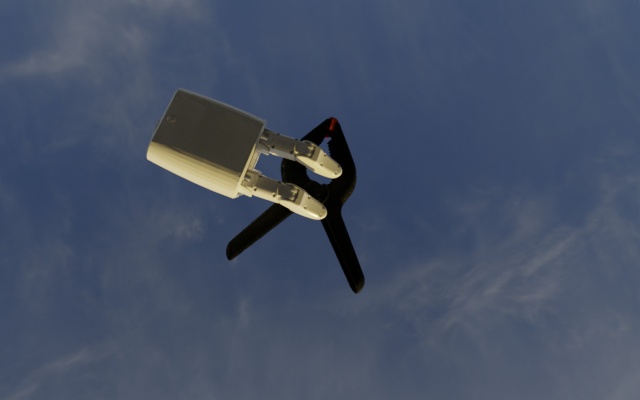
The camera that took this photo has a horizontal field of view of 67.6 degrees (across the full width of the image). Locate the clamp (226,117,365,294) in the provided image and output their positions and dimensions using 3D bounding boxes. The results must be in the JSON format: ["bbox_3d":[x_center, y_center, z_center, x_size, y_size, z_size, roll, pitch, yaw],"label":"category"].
[{"bbox_3d":[0.000,0.001,0.575,0.164,0.210,0.036,23,-19,-10],"label":"clamp"}]
